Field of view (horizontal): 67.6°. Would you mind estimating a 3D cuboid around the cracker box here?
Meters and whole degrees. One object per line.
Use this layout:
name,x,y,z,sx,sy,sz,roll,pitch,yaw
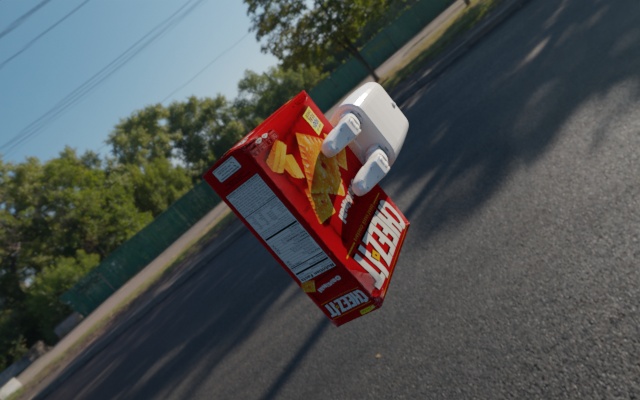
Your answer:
cracker box,0.000,0.002,0.529,0.072,0.214,0.164,-33,13,34
